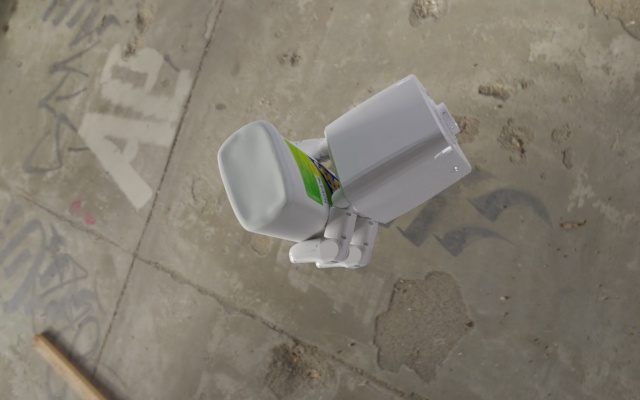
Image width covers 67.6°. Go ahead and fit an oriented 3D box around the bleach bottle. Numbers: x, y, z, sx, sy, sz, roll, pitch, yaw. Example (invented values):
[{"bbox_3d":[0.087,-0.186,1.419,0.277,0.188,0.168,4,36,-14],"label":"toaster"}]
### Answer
[{"bbox_3d":[0.000,0.002,0.525,0.068,0.102,0.251,-31,-24,20],"label":"bleach bottle"}]
